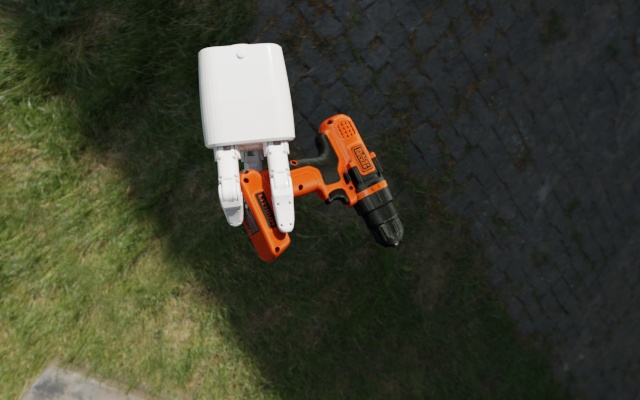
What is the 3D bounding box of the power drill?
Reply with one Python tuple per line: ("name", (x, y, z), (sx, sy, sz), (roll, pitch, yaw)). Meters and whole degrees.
("power drill", (0.000, 0.002, 0.581), (0.187, 0.184, 0.057), (-25, -5, -29))
